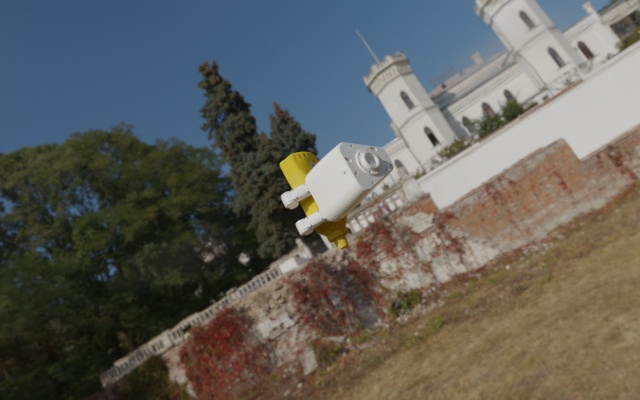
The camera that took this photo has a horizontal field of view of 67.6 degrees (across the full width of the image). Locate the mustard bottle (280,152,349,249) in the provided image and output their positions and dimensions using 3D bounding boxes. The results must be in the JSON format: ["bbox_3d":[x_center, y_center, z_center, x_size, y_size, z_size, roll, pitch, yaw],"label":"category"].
[{"bbox_3d":[0.000,0.003,0.888,0.058,0.191,0.096,-35,-15,23],"label":"mustard bottle"}]
